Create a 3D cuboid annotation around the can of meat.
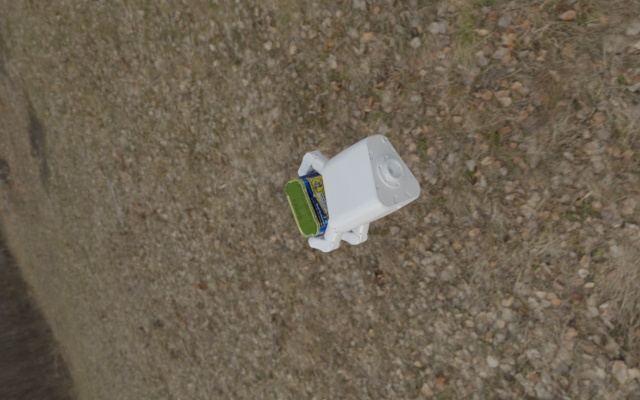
[{"bbox_3d":[0.000,0.003,0.769,0.084,0.102,0.057,-18,-6,-38],"label":"can of meat"}]
